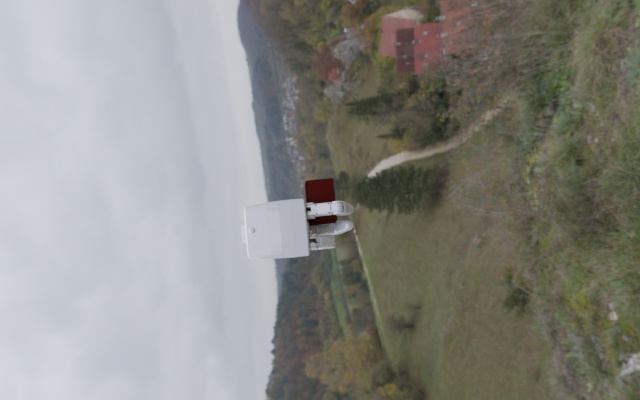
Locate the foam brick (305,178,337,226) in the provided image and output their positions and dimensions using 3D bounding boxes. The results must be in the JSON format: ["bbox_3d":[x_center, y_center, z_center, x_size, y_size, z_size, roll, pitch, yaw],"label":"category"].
[{"bbox_3d":[0.000,0.003,0.866,0.051,0.078,0.053,-5,-9,-3],"label":"foam brick"}]
